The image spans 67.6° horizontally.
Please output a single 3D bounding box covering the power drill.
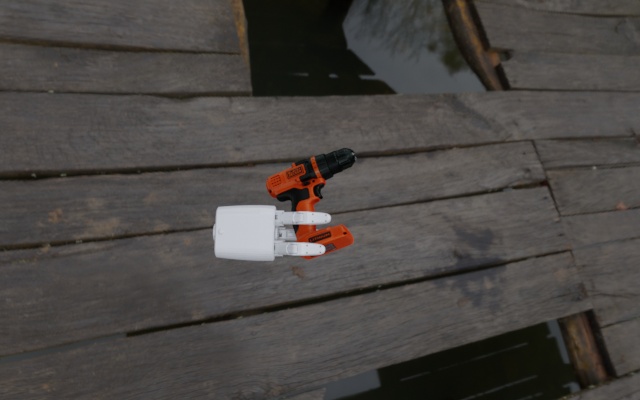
[{"bbox_3d":[0.000,0.003,0.894,0.184,0.187,0.057,-22,-28,10],"label":"power drill"}]
